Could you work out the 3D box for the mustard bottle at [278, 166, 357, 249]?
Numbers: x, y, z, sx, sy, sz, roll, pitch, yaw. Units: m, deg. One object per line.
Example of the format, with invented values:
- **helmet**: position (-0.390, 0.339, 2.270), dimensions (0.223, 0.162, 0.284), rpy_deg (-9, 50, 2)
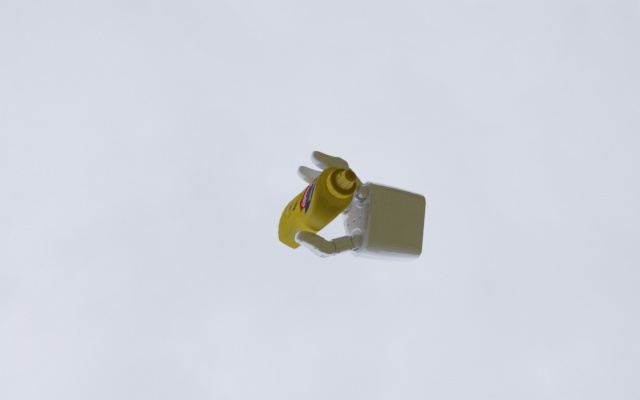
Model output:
- **mustard bottle**: position (0.000, 0.002, 0.706), dimensions (0.058, 0.096, 0.192), rpy_deg (32, -32, -12)
